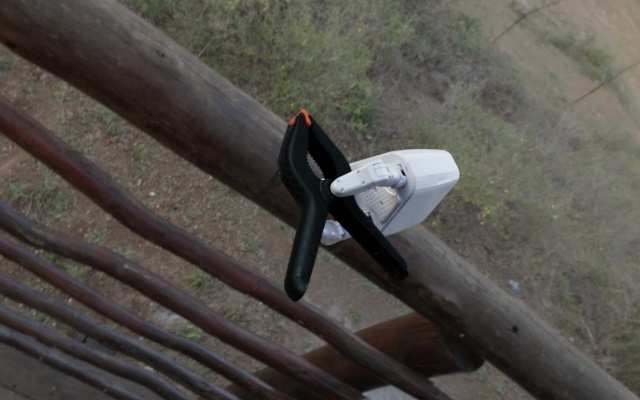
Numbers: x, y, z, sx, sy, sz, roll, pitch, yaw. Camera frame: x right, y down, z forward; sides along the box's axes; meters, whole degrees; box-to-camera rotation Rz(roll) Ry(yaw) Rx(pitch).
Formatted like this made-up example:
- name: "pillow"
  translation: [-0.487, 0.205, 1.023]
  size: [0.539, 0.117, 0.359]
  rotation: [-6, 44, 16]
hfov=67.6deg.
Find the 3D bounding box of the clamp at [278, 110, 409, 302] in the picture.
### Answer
- name: "clamp"
  translation: [0.001, 0.001, 0.495]
  size: [0.164, 0.210, 0.036]
  rotation: [-9, -19, -46]
